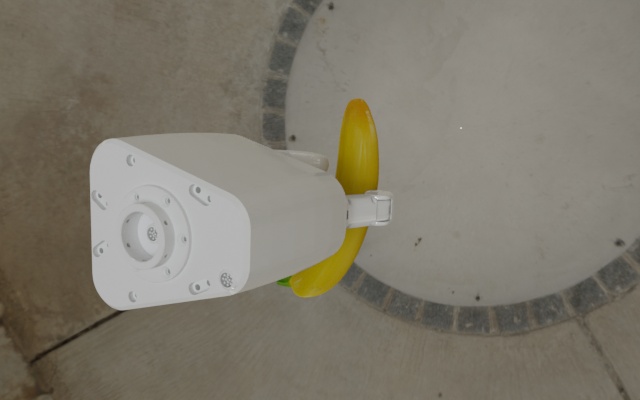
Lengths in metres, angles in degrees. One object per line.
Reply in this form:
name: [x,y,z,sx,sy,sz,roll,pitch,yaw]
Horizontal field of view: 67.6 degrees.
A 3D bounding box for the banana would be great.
banana: [0.012,0.014,0.413,0.069,0.198,0.037,36,23,29]
